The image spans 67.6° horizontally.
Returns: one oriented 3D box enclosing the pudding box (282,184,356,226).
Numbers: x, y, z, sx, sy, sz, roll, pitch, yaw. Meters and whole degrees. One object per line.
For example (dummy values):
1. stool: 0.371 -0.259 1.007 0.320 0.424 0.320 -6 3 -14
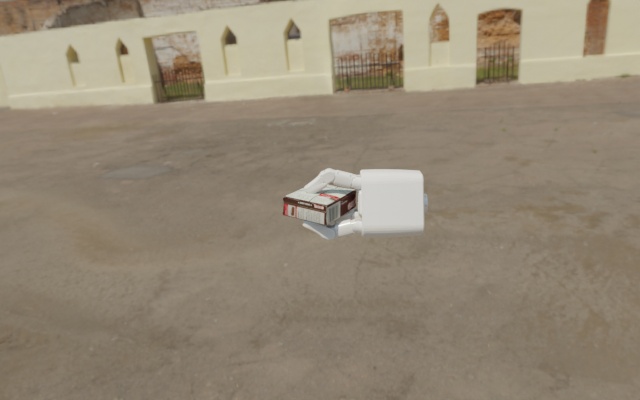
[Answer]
1. pudding box: 0.000 0.003 0.845 0.090 0.039 0.113 11 20 28
